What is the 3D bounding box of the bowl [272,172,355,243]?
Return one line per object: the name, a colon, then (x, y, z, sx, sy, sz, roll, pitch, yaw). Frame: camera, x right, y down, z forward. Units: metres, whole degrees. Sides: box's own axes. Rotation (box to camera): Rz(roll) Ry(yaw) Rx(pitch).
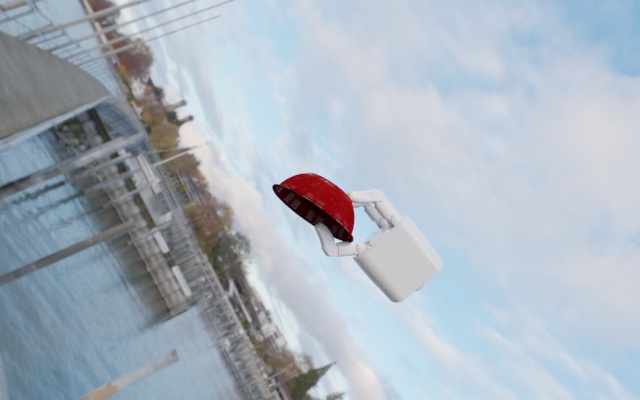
bowl: (-0.001, 0.001, 0.791, 0.162, 0.055, 0.162, 32, -13, 8)
